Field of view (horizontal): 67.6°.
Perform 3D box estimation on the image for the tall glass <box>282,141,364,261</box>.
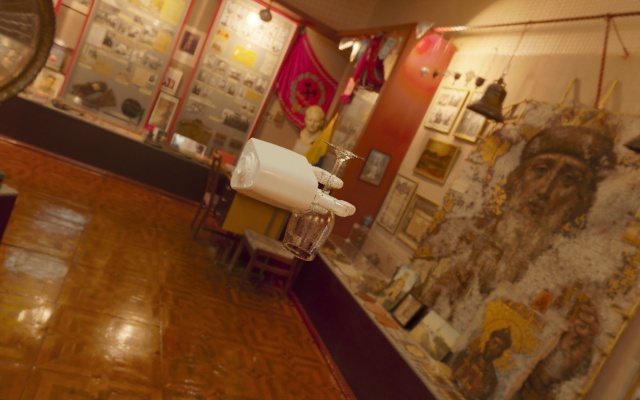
[{"bbox_3d":[0.001,0.002,0.834,0.079,0.201,0.079,24,8,-4],"label":"tall glass"}]
